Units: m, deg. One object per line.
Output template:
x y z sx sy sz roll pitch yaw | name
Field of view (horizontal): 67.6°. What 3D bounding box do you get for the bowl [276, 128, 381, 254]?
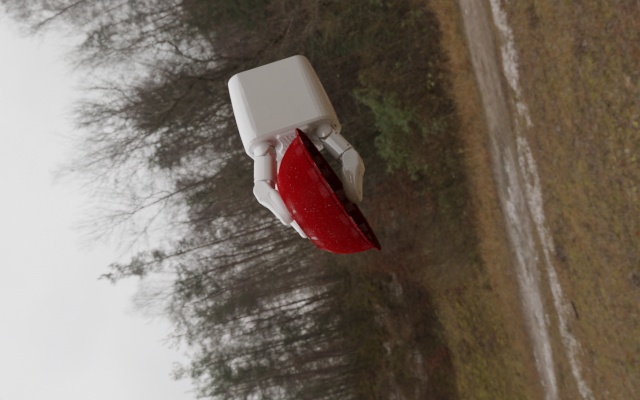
0.000 0.003 0.525 0.055 0.162 0.162 -35 -5 7 | bowl
